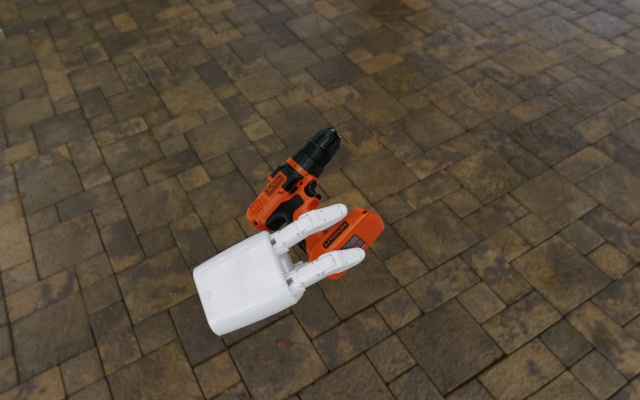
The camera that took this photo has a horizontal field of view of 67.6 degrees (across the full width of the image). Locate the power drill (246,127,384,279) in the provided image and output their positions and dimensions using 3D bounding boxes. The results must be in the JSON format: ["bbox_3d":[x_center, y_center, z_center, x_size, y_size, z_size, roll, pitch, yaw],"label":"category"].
[{"bbox_3d":[0.000,0.003,0.656,0.057,0.184,0.187,37,5,-47],"label":"power drill"}]
